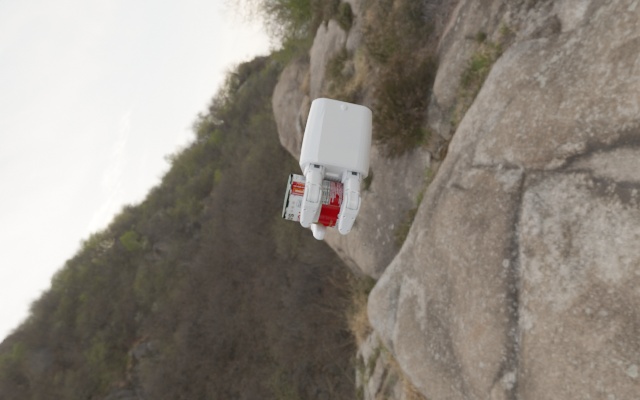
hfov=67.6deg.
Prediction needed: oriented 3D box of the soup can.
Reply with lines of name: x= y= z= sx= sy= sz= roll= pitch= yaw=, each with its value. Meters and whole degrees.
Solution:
soup can: x=0.000 y=0.003 z=0.697 sx=0.102 sy=0.068 sz=0.068 roll=10 pitch=-1 yaw=-6
